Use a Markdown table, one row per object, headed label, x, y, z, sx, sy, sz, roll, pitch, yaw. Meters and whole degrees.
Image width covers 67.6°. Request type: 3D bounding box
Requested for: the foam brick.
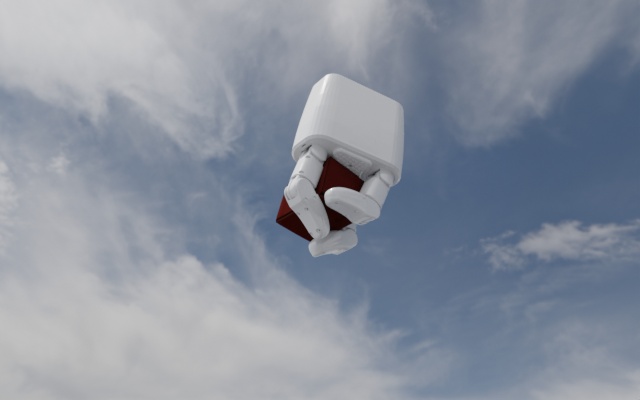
| label | x | y | z | sx | sy | sz | roll | pitch | yaw |
| --- | --- | --- | --- | --- | --- | --- | --- | --- | --- |
| foam brick | 0.000 | 0.002 | 0.505 | 0.053 | 0.051 | 0.078 | 34 | -42 | -26 |
